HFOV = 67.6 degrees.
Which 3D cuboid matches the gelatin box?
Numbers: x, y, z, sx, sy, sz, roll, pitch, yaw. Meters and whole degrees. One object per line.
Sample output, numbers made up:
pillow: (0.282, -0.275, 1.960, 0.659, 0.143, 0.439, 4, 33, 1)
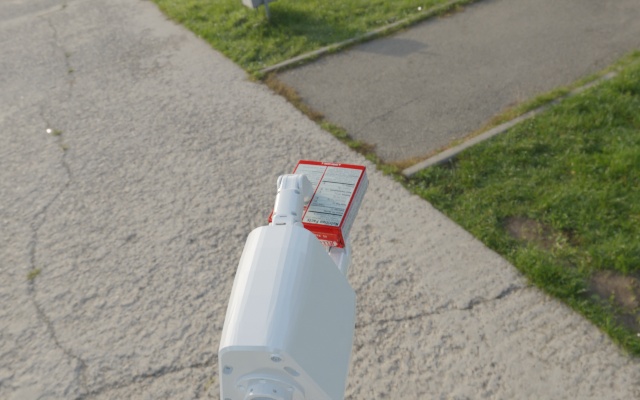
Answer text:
gelatin box: (0.000, 0.001, 0.467, 0.073, 0.089, 0.030, 7, -41, 21)
